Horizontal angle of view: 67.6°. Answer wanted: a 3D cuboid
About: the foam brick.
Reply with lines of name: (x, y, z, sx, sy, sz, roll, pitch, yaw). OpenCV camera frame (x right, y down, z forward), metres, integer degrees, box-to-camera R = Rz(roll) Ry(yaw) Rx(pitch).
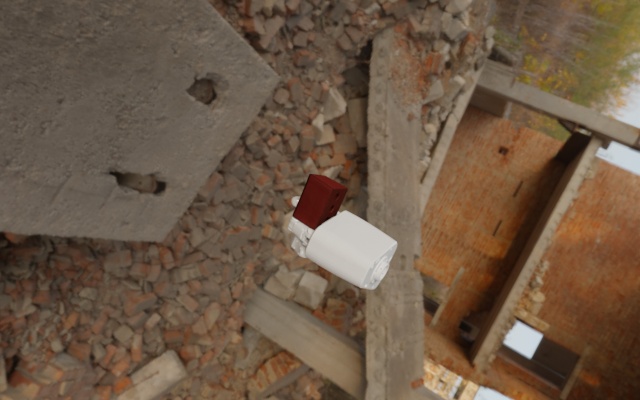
foam brick: (0.000, 0.002, 0.782, 0.051, 0.078, 0.053, 31, 17, 28)
